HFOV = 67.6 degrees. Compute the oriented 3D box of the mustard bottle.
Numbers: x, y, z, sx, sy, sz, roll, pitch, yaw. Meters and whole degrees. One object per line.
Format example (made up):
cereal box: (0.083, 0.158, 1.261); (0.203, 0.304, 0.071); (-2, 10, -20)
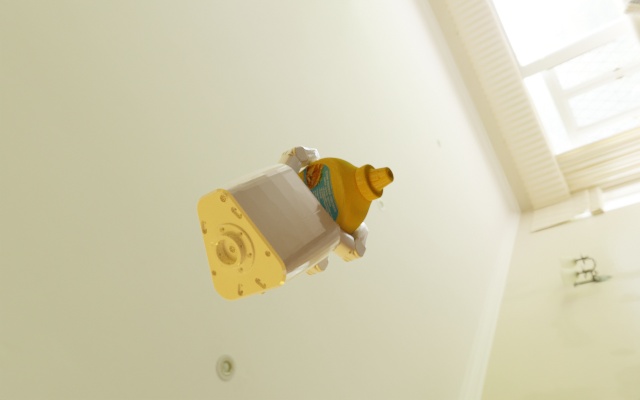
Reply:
mustard bottle: (0.000, 0.002, 0.569); (0.192, 0.096, 0.058); (-22, -21, 32)
